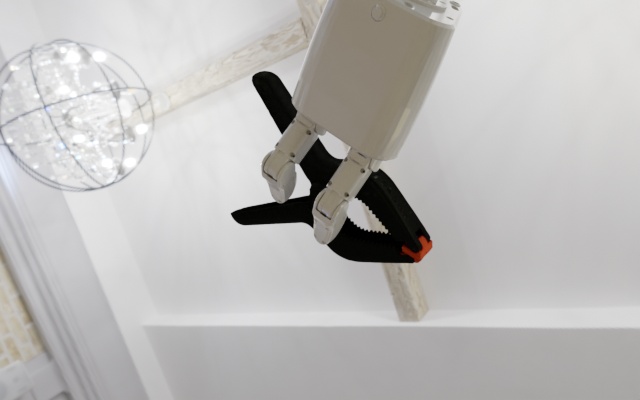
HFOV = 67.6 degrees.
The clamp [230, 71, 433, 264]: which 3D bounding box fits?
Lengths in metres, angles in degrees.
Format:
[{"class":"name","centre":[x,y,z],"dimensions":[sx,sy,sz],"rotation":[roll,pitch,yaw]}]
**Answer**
[{"class":"clamp","centre":[0.001,0.001,0.437],"dimensions":[0.210,0.165,0.036],"rotation":[36,38,18]}]
